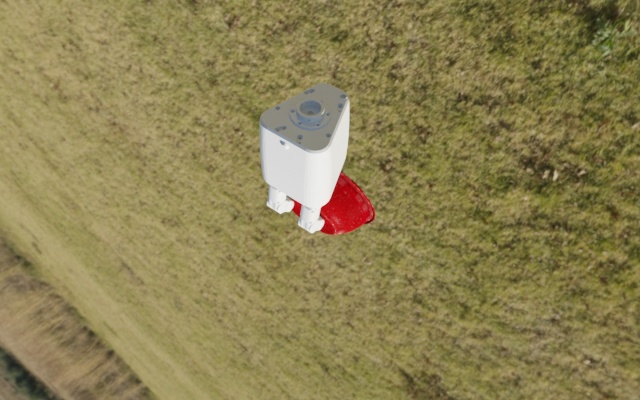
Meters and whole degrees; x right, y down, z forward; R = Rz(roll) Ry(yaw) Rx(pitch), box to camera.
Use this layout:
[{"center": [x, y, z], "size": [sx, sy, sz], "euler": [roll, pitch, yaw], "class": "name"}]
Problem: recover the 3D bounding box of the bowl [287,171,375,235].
[{"center": [0.000, 0.003, 0.718], "size": [0.162, 0.055, 0.162], "euler": [32, -19, 13], "class": "bowl"}]
